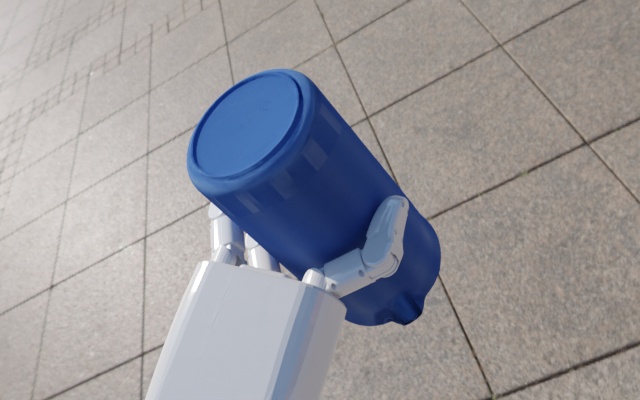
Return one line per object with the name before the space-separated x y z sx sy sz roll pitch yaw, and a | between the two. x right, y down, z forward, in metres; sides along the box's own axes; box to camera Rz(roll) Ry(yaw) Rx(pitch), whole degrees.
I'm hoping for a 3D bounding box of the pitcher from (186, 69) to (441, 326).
pitcher | 0.000 0.002 0.414 0.149 0.145 0.243 2 -29 34
